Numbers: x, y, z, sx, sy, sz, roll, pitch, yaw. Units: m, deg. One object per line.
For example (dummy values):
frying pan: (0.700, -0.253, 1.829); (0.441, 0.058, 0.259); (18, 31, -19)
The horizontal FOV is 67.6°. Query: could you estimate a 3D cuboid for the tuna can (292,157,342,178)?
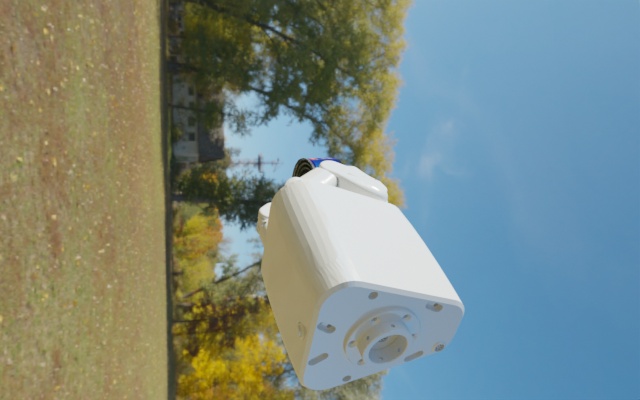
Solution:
tuna can: (0.001, 0.001, 0.457); (0.034, 0.086, 0.086); (-5, 2, -20)
